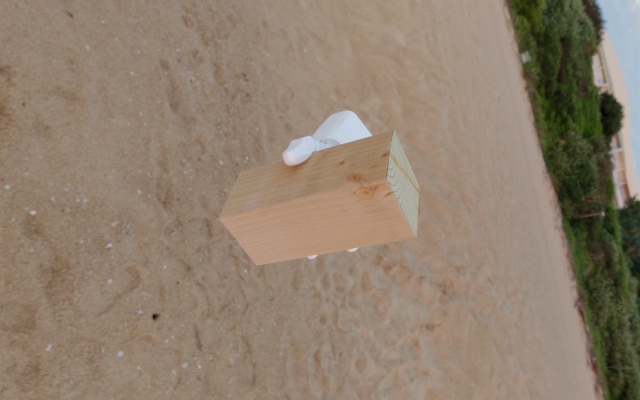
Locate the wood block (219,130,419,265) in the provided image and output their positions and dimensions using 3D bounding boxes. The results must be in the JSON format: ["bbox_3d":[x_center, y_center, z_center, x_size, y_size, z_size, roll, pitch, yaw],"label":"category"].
[{"bbox_3d":[0.000,0.001,0.558,0.206,0.091,0.090,-13,37,25],"label":"wood block"}]
